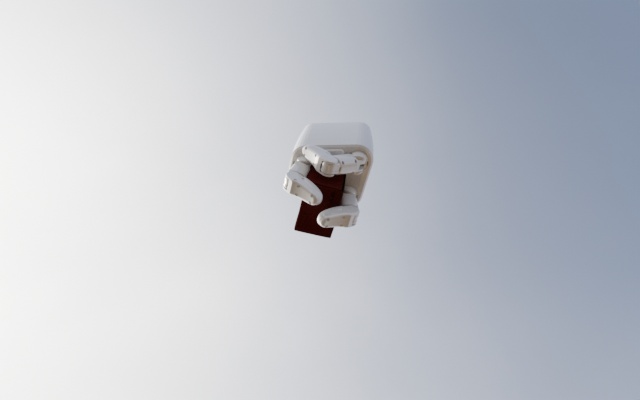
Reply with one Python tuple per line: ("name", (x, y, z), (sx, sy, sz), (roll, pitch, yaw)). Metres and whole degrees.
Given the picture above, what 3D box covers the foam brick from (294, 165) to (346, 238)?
("foam brick", (0.000, 0.002, 0.647), (0.053, 0.078, 0.051), (15, 30, -2))
